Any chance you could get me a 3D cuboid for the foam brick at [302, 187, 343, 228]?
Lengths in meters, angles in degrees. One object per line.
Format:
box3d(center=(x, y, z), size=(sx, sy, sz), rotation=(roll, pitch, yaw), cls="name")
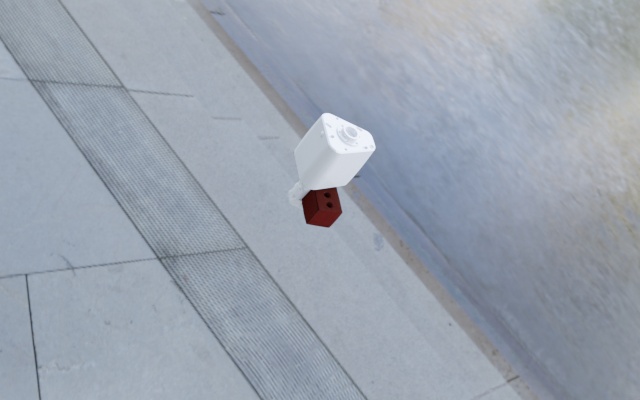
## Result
box3d(center=(0.000, 0.003, 0.894), size=(0.053, 0.078, 0.051), rotation=(9, -38, -31), cls="foam brick")
